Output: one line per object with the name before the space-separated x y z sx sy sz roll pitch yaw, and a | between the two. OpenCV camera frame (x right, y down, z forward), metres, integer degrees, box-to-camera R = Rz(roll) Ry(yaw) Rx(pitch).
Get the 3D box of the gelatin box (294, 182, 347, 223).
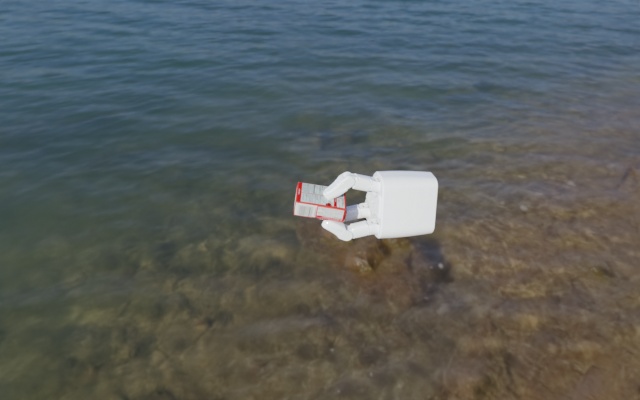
gelatin box | 0.000 0.002 0.833 0.089 0.030 0.073 9 30 -4
